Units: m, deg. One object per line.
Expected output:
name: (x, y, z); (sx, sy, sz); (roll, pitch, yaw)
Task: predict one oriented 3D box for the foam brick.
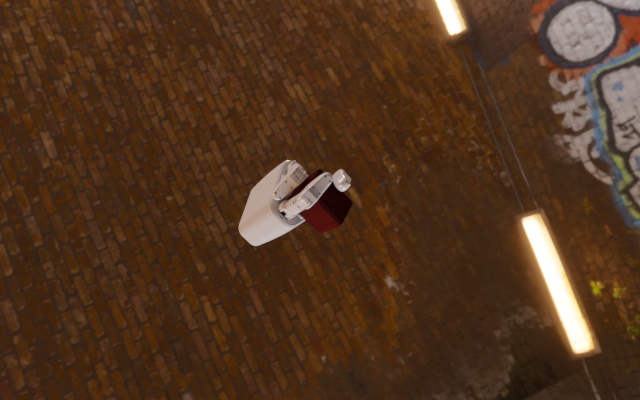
foam brick: (0.000, 0.003, 0.726); (0.051, 0.078, 0.053); (-32, 17, 44)
